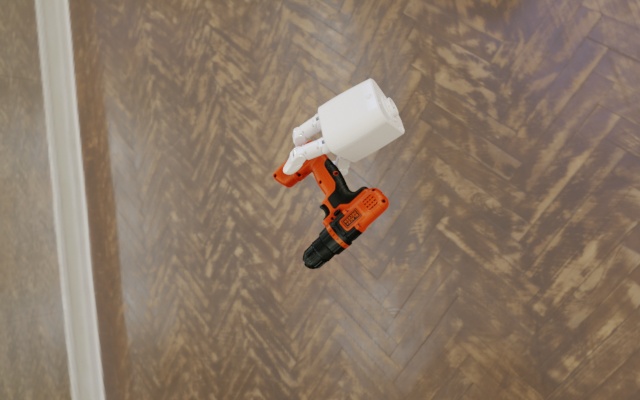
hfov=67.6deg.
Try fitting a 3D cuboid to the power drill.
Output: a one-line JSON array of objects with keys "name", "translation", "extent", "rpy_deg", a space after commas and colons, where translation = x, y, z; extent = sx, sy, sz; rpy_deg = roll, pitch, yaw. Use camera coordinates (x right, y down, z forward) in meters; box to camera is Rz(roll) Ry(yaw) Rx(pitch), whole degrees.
[{"name": "power drill", "translation": [0.000, 0.002, 0.843], "extent": [0.184, 0.187, 0.057], "rpy_deg": [-42, -18, 7]}]
